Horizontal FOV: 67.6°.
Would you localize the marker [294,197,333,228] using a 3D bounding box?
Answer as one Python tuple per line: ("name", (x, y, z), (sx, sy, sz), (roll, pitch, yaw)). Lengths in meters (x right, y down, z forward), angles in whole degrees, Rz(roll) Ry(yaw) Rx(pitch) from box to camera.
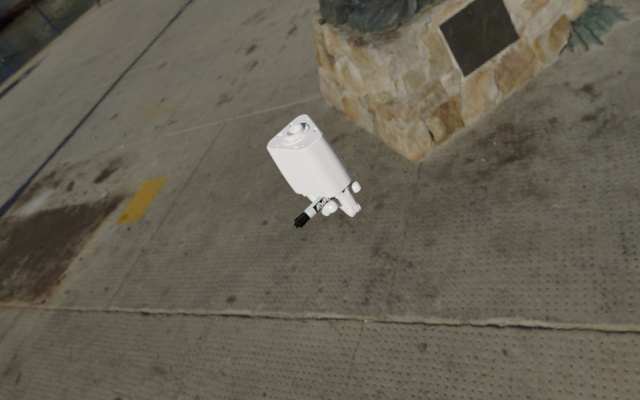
("marker", (0.000, 0.003, 0.814), (0.121, 0.020, 0.020), (-44, 11, -12))
